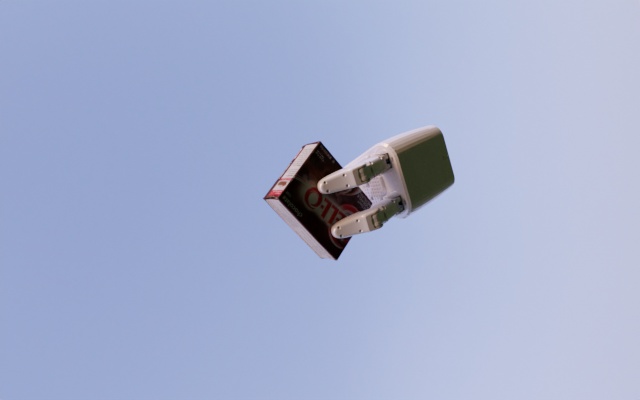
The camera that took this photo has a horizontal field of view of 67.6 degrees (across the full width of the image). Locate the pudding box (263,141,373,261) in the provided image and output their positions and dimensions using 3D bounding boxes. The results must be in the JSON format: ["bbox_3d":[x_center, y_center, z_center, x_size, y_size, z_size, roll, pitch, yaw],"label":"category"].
[{"bbox_3d":[0.000,0.002,0.562,0.113,0.090,0.039,47,-28,-25],"label":"pudding box"}]
